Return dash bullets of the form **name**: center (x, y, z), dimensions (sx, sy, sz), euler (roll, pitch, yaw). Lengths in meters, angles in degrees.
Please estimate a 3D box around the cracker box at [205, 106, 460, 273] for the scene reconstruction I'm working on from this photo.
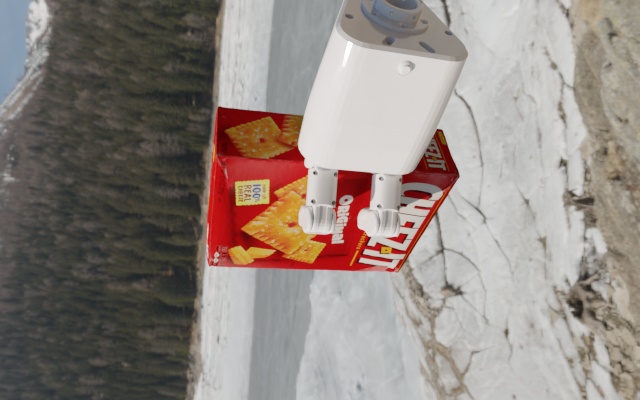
- **cracker box**: center (0.000, 0.001, 0.468), dimensions (0.214, 0.072, 0.164), euler (4, -41, -14)
